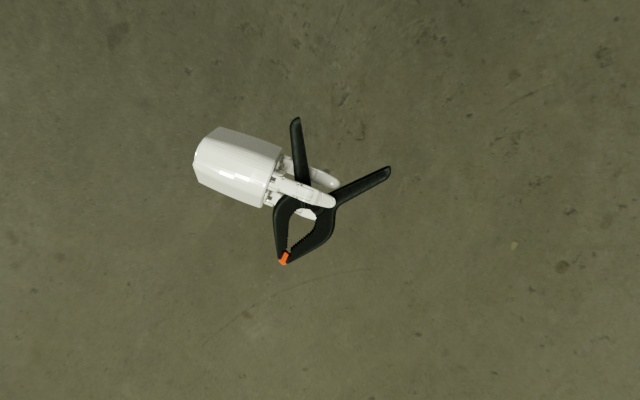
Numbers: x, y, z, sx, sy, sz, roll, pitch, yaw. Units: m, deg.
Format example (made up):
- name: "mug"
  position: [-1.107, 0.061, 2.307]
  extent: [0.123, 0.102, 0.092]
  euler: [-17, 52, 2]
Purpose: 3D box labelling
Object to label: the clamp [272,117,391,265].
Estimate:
- name: "clamp"
  position: [0.000, 0.003, 0.705]
  extent: [0.164, 0.210, 0.036]
  euler: [21, 3, -5]
